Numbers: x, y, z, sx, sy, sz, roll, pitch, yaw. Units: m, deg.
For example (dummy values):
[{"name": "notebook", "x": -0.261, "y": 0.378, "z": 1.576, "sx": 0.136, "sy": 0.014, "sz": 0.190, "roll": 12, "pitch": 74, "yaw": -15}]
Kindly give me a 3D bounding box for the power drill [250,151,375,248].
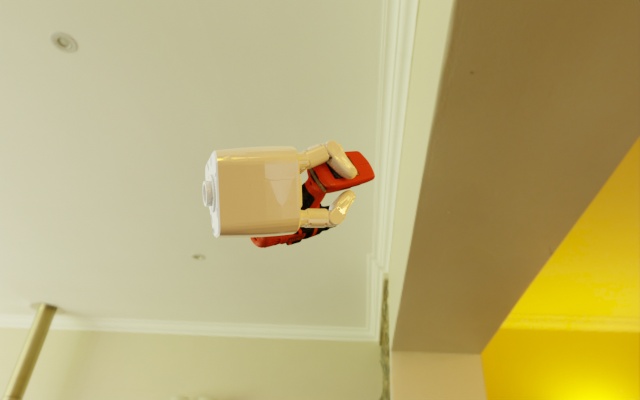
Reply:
[{"name": "power drill", "x": 0.000, "y": 0.002, "z": 0.739, "sx": 0.184, "sy": 0.057, "sz": 0.188, "roll": -14, "pitch": -26, "yaw": -44}]
